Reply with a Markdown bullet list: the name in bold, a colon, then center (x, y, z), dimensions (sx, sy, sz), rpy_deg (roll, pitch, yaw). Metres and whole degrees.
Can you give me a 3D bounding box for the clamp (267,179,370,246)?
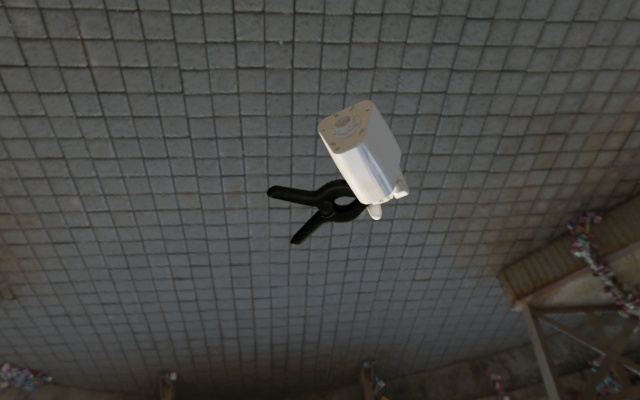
- **clamp**: center (0.000, 0.003, 0.778), dimensions (0.171, 0.120, 0.039), rpy_deg (-24, 36, 14)
